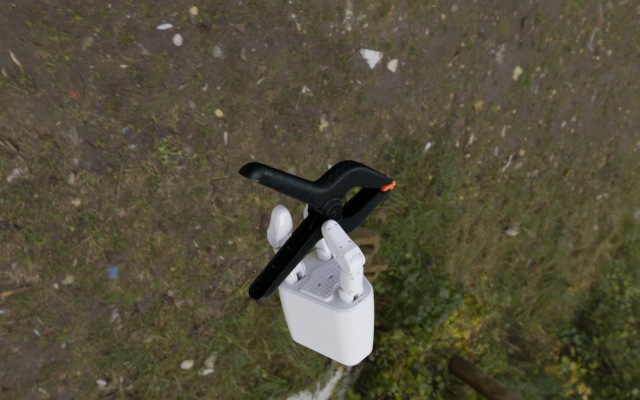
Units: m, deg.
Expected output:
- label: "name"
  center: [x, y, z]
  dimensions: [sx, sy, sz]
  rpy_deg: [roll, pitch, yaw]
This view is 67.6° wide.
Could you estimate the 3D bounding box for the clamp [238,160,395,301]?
- label: "clamp"
  center: [0.001, 0.002, 0.524]
  dimensions: [0.210, 0.165, 0.036]
  rpy_deg: [-29, 43, -28]
